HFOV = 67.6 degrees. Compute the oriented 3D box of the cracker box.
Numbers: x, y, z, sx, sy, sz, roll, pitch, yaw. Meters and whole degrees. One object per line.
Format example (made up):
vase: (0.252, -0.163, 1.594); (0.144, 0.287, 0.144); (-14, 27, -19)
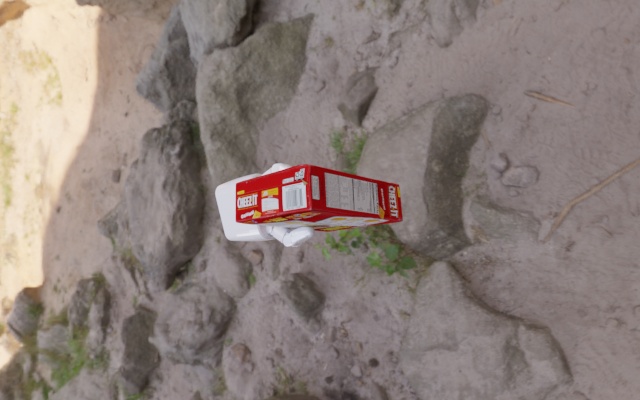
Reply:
cracker box: (0.000, 0.003, 0.749); (0.164, 0.072, 0.214); (-11, -13, 42)
